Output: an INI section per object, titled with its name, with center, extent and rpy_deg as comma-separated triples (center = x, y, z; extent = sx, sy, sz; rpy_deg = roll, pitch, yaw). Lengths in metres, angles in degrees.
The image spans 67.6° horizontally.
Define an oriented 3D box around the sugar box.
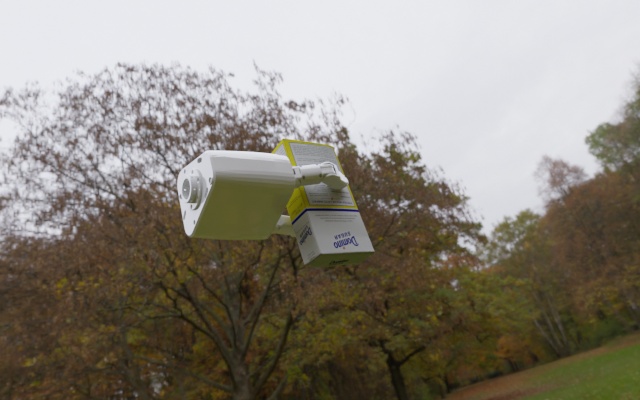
[sugar box]
center = 0.000, 0.002, 0.647
extent = 0.093, 0.176, 0.048
rpy_deg = 3, -31, -37
